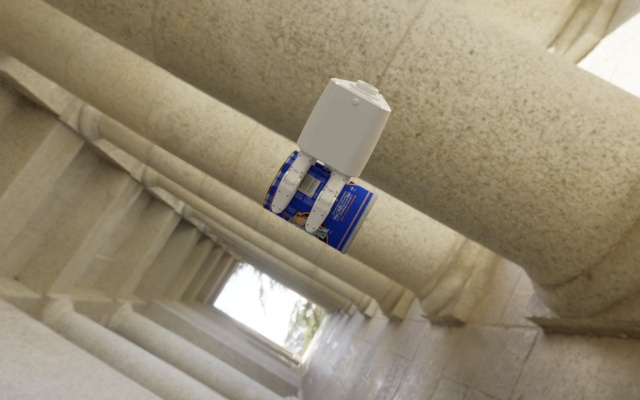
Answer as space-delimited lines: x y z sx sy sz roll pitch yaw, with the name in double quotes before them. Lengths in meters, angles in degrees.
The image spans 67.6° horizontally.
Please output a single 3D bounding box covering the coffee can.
"coffee can" 0.000 0.003 0.717 0.140 0.103 0.103 30 2 4
